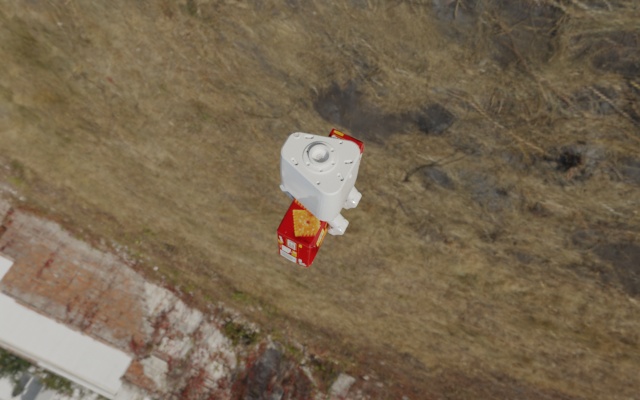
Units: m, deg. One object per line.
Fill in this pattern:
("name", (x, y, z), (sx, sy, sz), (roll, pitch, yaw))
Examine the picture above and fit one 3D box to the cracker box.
("cracker box", (0.000, 0.003, 0.869), (0.072, 0.213, 0.164), (26, -19, 6))
